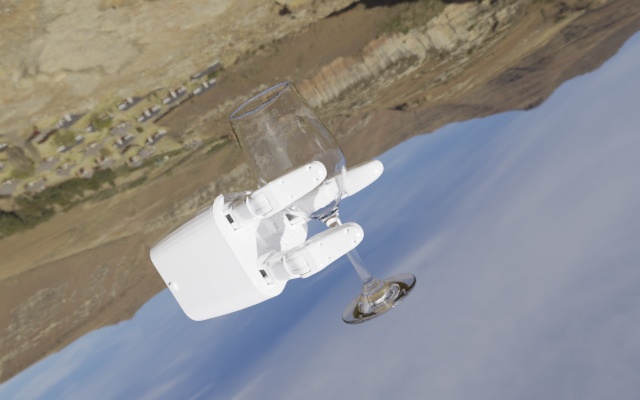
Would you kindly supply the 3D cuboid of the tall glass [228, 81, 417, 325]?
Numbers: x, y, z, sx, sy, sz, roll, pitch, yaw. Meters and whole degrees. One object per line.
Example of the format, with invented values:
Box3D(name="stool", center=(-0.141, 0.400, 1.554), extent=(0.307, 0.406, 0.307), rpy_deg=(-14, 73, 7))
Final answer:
Box3D(name="tall glass", center=(0.001, 0.002, 0.409), extent=(0.079, 0.201, 0.079), rpy_deg=(-30, 6, 3))
